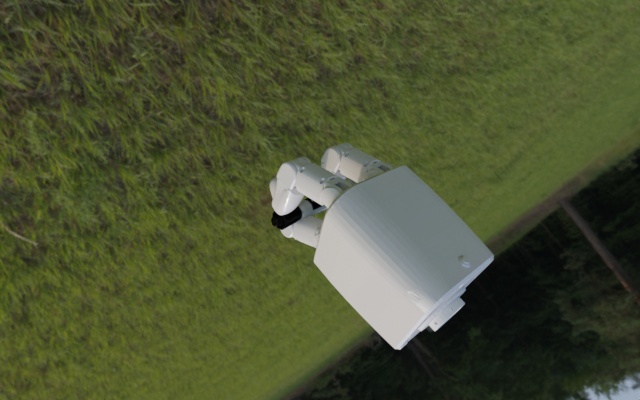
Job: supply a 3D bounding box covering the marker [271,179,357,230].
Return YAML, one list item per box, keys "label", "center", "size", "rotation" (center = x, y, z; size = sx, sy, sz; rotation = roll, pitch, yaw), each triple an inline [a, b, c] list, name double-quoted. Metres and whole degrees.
- label: "marker"
  center: [0.000, 0.002, 0.471]
  size: [0.121, 0.020, 0.020]
  rotation: [-23, 16, -41]
